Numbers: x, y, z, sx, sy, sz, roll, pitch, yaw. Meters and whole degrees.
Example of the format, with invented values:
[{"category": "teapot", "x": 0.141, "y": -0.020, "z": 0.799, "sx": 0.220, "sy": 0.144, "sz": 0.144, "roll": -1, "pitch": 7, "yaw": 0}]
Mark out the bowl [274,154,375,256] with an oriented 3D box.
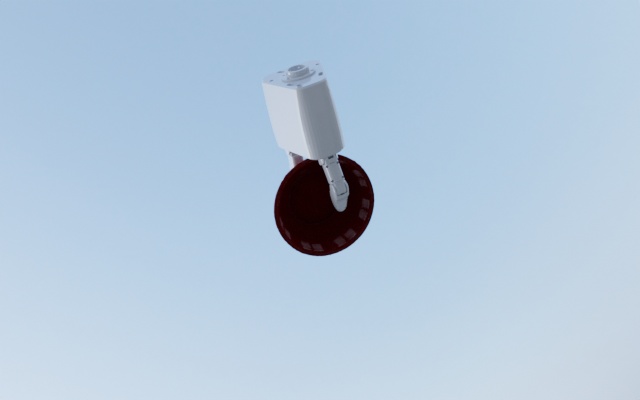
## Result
[{"category": "bowl", "x": 0.000, "y": 0.004, "z": 0.744, "sx": 0.162, "sy": 0.162, "sz": 0.055, "roll": 0, "pitch": 15, "yaw": -20}]
